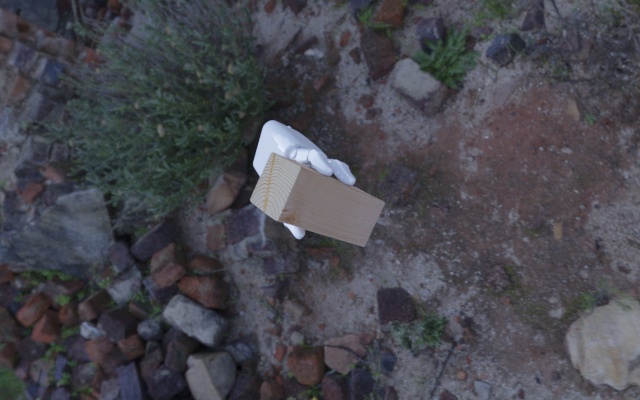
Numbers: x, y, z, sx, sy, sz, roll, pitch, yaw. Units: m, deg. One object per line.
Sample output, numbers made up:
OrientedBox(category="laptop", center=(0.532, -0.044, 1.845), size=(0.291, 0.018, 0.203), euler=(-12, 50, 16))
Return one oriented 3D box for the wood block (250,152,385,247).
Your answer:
OrientedBox(category="wood block", center=(0.000, 0.003, 0.804), size=(0.206, 0.091, 0.090), euler=(20, 7, -42))
